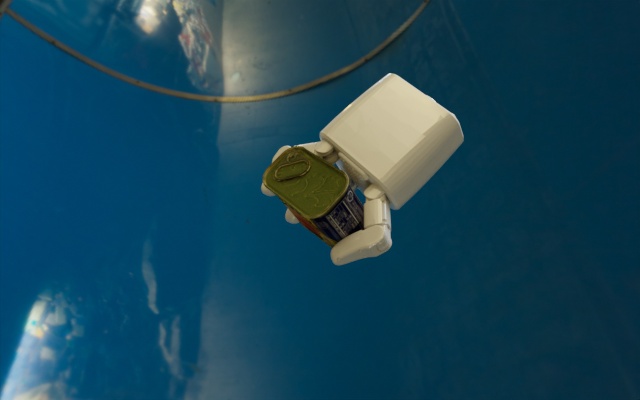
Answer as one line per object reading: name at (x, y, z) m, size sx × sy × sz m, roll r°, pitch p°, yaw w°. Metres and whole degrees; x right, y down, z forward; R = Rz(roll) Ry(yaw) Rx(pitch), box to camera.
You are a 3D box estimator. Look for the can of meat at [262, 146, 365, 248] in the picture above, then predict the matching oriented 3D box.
can of meat at (0.000, 0.002, 0.495) m, size 0.102 × 0.057 × 0.084 m, roll 35°, pitch -12°, yaw 42°
